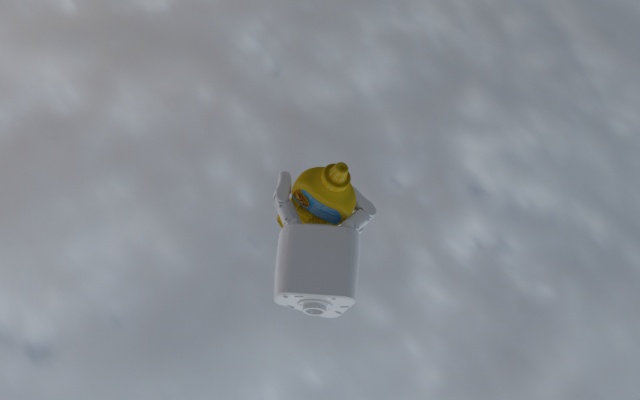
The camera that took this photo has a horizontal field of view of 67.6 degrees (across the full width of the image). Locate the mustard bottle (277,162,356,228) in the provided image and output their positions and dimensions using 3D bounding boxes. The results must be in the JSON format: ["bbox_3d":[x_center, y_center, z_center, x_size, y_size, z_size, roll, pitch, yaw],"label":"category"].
[{"bbox_3d":[0.000,0.002,0.718,0.096,0.058,0.192,33,-35,1],"label":"mustard bottle"}]
